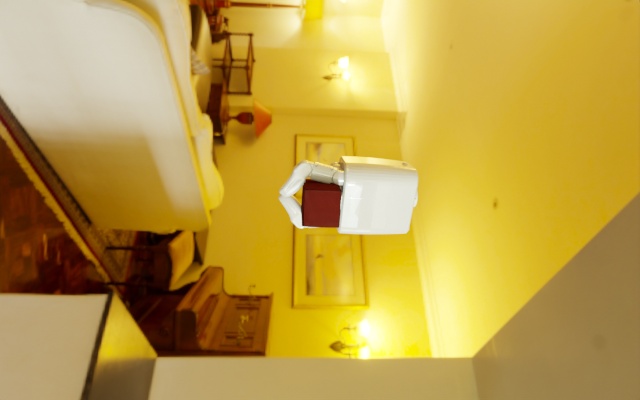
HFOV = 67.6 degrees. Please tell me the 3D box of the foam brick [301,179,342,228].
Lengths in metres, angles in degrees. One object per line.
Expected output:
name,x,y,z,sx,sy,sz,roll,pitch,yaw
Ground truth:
foam brick,0.000,0.002,0.666,0.051,0.053,0.078,3,14,-4
